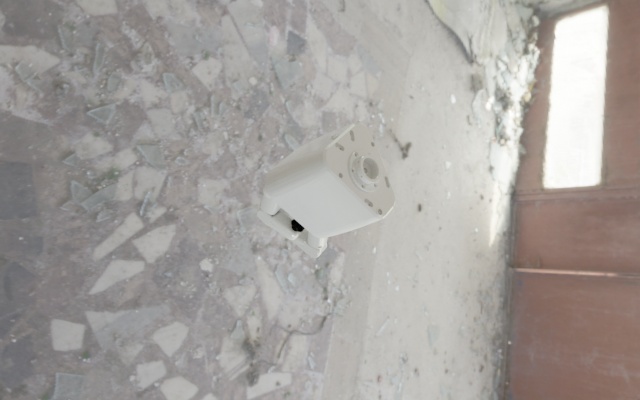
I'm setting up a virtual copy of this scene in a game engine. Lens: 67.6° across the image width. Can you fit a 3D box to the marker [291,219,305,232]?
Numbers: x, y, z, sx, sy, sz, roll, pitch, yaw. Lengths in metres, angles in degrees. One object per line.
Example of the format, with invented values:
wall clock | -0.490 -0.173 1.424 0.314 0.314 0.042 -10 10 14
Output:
marker | 0.000 0.002 0.628 0.020 0.020 0.121 0 33 40
